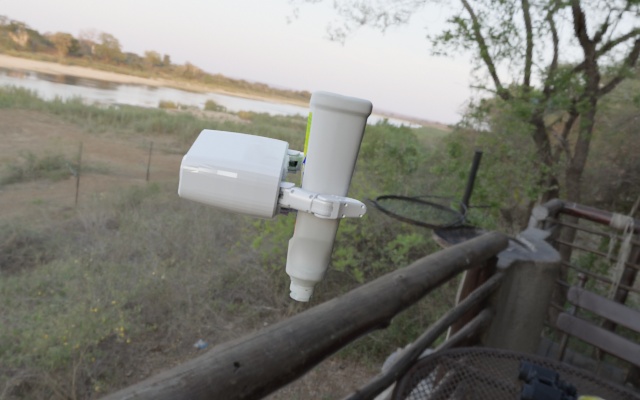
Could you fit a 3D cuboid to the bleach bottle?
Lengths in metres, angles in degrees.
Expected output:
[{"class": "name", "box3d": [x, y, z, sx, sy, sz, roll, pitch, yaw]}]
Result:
[{"class": "bleach bottle", "box3d": [0.000, 0.002, 0.562, 0.068, 0.251, 0.102, 11, 12, -4]}]
